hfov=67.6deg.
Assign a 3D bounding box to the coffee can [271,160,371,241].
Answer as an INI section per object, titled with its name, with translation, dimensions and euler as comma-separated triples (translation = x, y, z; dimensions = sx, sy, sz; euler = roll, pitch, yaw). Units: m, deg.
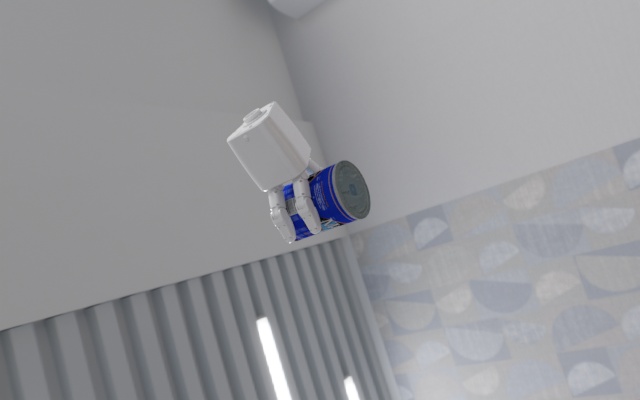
[coffee can]
translation = 0.000, 0.003, 0.822
dimensions = 0.140, 0.103, 0.103
euler = -22, -12, 32
